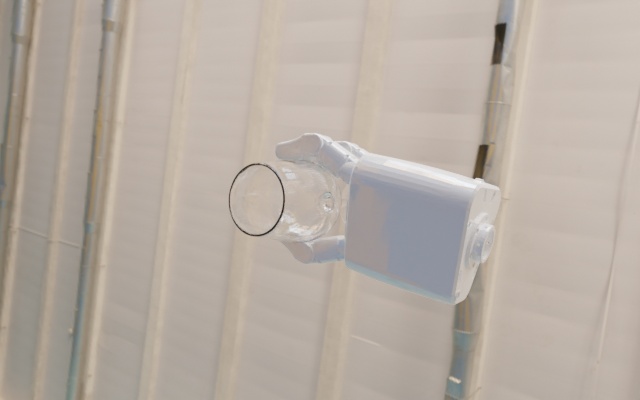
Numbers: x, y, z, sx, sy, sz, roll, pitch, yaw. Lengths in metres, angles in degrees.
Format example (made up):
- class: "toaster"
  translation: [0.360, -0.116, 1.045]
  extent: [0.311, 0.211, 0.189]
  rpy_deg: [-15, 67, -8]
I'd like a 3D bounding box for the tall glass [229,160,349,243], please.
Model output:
- class: "tall glass"
  translation: [0.000, 0.002, 0.480]
  extent: [0.079, 0.079, 0.201]
  rpy_deg: [0, -1, 33]
